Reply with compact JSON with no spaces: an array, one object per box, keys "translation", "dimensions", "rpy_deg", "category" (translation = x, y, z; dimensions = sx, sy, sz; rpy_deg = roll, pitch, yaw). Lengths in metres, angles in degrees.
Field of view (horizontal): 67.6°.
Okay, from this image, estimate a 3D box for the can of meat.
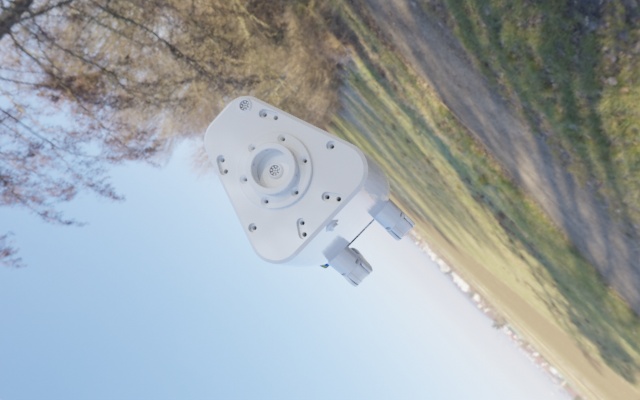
[{"translation":[0.000,0.002,0.452],"dimensions":[0.102,0.084,0.057],"rpy_deg":[45,5,10],"category":"can of meat"}]
